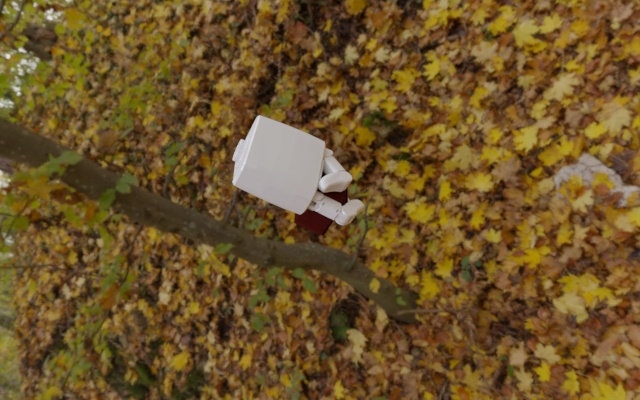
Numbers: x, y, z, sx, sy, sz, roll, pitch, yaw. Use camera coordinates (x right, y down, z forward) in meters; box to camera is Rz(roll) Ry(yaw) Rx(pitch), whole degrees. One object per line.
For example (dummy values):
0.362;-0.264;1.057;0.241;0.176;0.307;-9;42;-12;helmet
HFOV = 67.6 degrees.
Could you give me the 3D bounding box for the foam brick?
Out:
0.000;0.003;0.713;0.051;0.078;0.053;22;37;-17;foam brick
